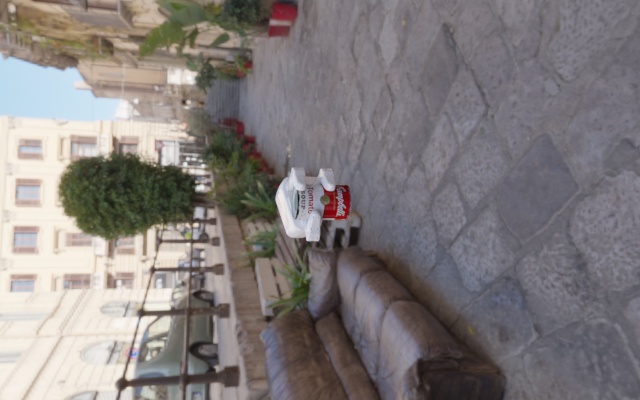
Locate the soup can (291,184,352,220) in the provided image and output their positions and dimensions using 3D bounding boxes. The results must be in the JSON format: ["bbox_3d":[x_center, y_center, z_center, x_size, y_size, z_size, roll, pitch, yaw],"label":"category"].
[{"bbox_3d":[0.000,0.003,0.896,0.102,0.068,0.068,1,0,-14],"label":"soup can"}]
